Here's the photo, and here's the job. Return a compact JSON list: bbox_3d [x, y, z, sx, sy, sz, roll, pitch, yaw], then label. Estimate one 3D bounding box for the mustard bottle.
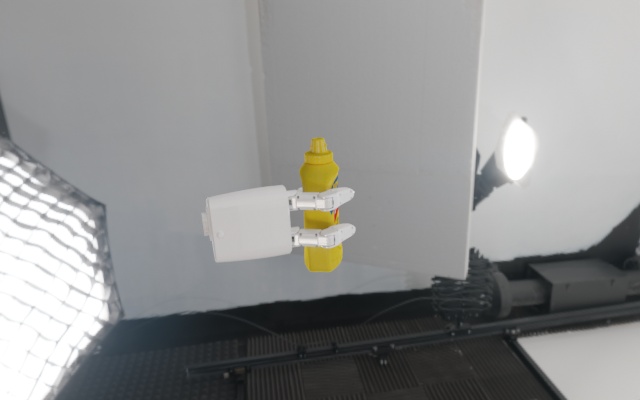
[{"bbox_3d":[0.000,0.003,0.709,0.058,0.192,0.096,0,19,10],"label":"mustard bottle"}]
